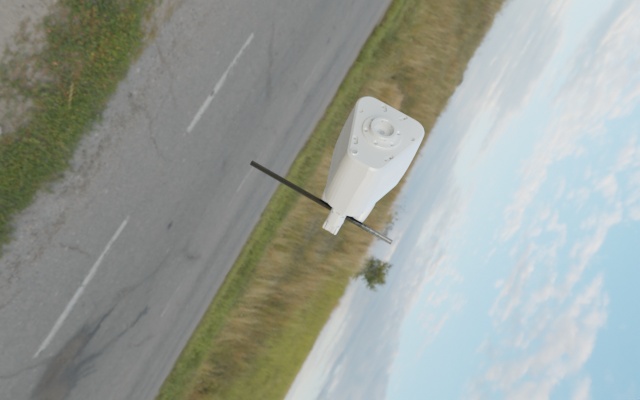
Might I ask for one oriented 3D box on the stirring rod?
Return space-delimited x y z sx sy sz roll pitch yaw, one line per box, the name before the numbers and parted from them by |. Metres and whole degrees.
stirring rod | 0.000 0.002 0.710 0.239 0.011 0.011 30 2 4
